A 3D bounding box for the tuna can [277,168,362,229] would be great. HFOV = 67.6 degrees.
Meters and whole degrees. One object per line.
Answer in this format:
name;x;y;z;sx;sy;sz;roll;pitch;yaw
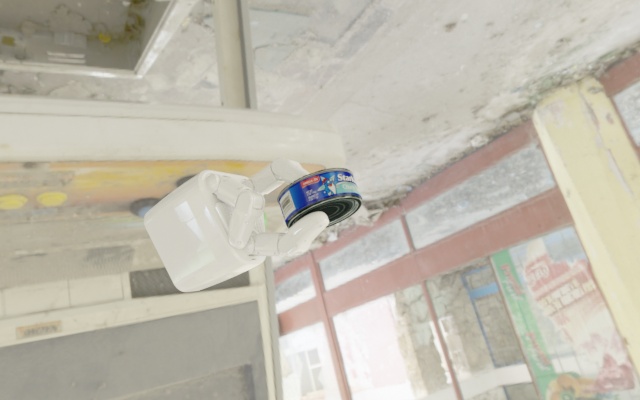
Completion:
tuna can;0.000;0.002;0.503;0.086;0.033;0.086;-18;-21;-7
